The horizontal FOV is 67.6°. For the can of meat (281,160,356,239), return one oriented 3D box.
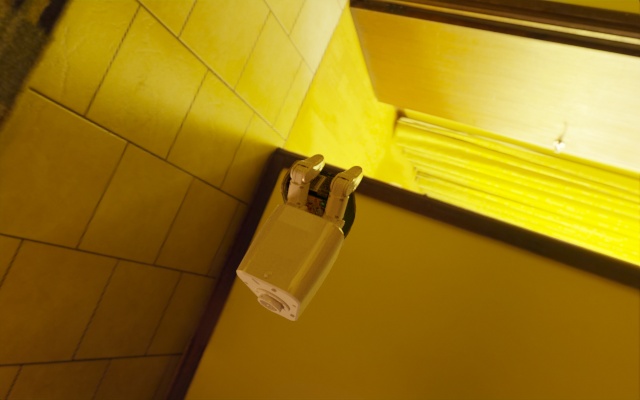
[{"bbox_3d":[0.000,0.002,0.662,0.084,0.057,0.102,20,-34,23],"label":"can of meat"}]
